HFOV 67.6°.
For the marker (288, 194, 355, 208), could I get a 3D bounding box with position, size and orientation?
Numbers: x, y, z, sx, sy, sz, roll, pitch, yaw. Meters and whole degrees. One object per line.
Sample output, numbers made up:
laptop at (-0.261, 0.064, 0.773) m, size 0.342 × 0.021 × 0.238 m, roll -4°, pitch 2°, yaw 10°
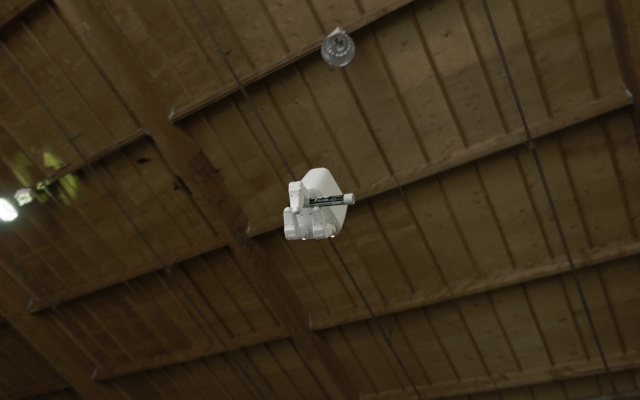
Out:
marker at (0.000, 0.003, 0.852) m, size 0.121 × 0.020 × 0.020 m, roll -6°, pitch -2°, yaw 17°
